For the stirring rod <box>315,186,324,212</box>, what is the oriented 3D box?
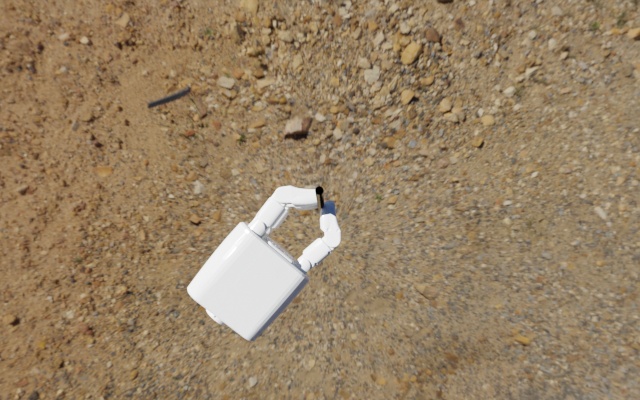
[{"bbox_3d":[0.000,0.002,0.555,0.011,0.011,0.239,0,-5,1],"label":"stirring rod"}]
